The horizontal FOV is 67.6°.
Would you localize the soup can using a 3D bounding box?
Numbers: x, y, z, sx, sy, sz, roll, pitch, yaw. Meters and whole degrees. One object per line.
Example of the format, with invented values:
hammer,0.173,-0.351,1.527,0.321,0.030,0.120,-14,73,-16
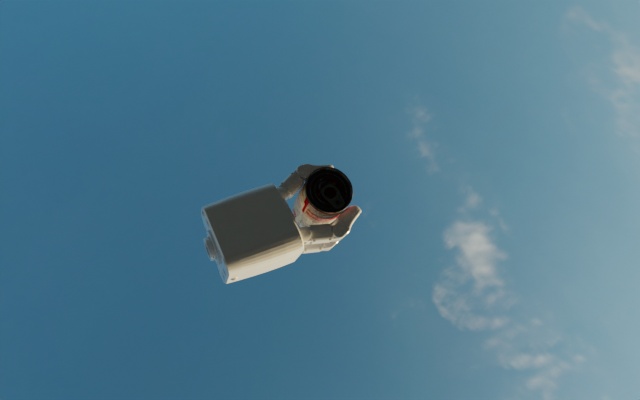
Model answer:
soup can,0.000,0.002,0.696,0.068,0.068,0.102,0,-20,-15
